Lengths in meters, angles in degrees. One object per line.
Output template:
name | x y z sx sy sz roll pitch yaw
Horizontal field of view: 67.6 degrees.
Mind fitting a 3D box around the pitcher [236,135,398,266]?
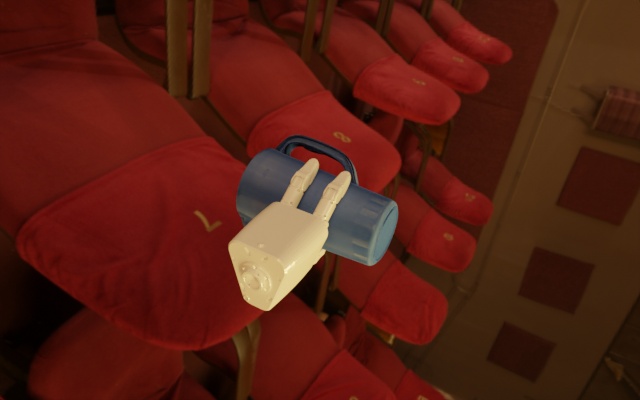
pitcher | 0.000 0.003 0.773 0.243 0.149 0.145 21 36 21
